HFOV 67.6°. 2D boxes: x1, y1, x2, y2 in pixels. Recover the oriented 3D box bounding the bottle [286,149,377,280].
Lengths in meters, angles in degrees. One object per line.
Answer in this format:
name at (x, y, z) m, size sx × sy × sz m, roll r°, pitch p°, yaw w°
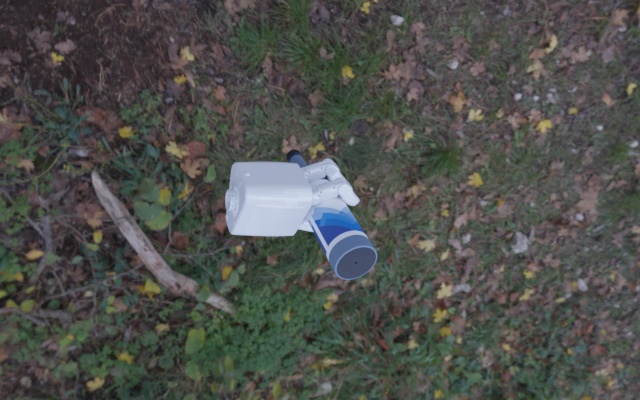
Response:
bottle at (0.000, 0.003, 0.788) m, size 0.069 × 0.069 × 0.295 m, roll 0°, pitch 36°, yaw -26°
